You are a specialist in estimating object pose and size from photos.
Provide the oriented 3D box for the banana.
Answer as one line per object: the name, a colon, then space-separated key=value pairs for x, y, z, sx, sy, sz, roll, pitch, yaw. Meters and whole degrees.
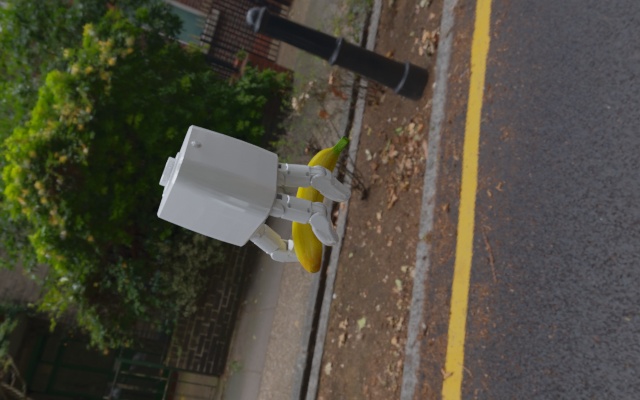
banana: x=-0.008 y=0.005 z=0.617 sx=0.037 sy=0.197 sz=0.070 roll=24 pitch=-30 yaw=-21
